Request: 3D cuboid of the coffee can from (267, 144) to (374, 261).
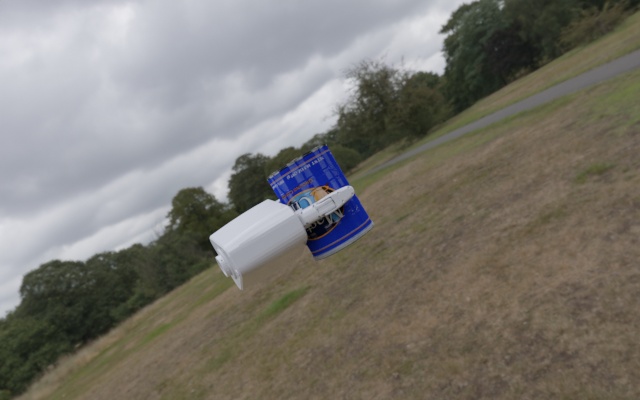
[{"bbox_3d":[0.000,0.002,0.704,0.103,0.140,0.103,-31,2,1],"label":"coffee can"}]
